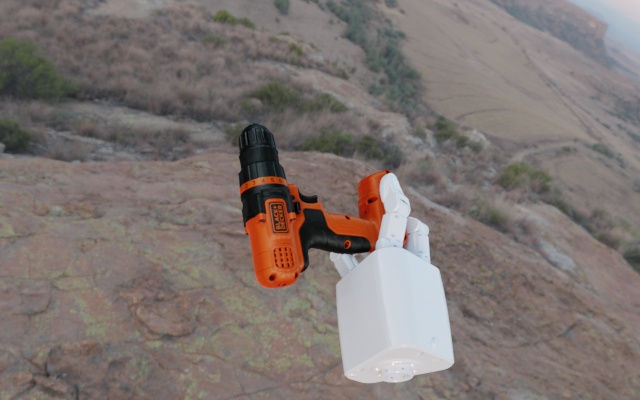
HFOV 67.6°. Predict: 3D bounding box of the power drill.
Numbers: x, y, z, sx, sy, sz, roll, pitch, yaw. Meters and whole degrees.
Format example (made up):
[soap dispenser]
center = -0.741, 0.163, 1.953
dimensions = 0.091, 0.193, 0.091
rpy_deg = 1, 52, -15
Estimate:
[power drill]
center = 0.001, 0.002, 0.544
dimensions = 0.187, 0.184, 0.057
rpy_deg = -1, -20, -28
